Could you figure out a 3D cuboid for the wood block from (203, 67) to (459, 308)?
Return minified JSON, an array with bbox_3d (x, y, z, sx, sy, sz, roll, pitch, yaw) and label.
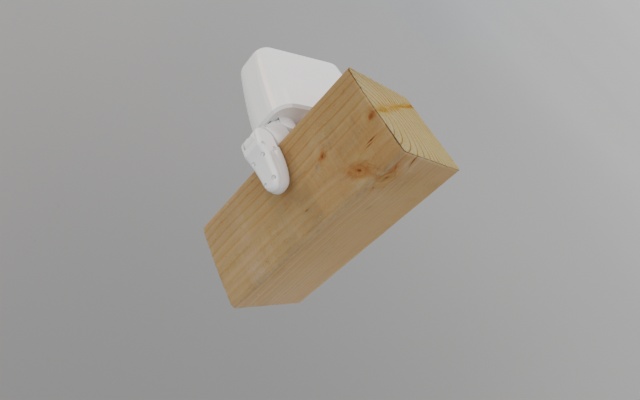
[{"bbox_3d":[0.000,0.001,0.417,0.091,0.090,0.206,10,-46,-49],"label":"wood block"}]
